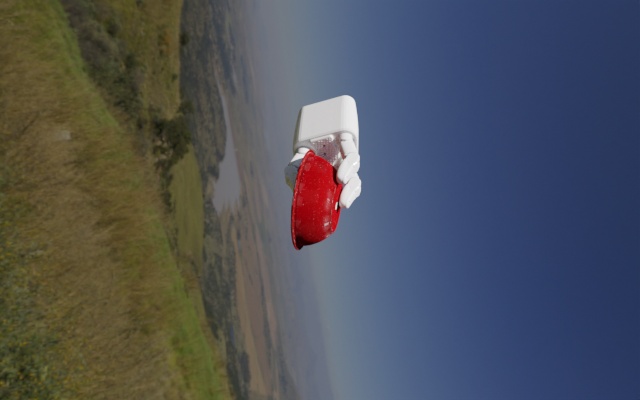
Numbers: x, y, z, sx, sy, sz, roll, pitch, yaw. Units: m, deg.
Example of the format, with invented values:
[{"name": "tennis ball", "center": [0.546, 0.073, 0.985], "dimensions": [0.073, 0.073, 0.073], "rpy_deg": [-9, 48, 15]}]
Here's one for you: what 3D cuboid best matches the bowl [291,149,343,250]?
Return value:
[{"name": "bowl", "center": [0.000, 0.004, 0.757], "dimensions": [0.055, 0.162, 0.162], "rpy_deg": [8, 1, 11]}]
